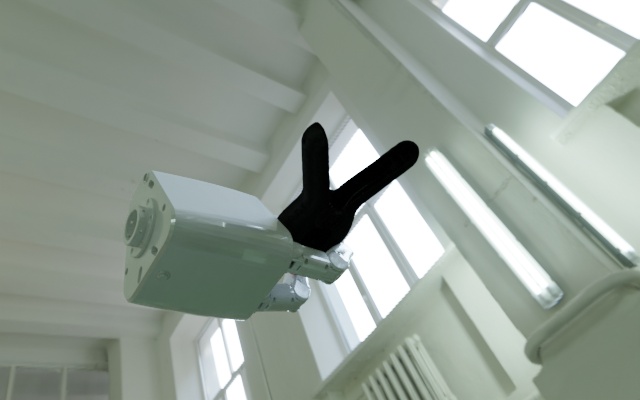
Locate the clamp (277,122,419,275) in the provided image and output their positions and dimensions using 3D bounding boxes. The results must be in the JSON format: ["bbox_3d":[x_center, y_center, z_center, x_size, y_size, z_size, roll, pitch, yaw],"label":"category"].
[{"bbox_3d":[0.000,0.001,0.427,0.120,0.171,0.039,17,31,-38],"label":"clamp"}]
